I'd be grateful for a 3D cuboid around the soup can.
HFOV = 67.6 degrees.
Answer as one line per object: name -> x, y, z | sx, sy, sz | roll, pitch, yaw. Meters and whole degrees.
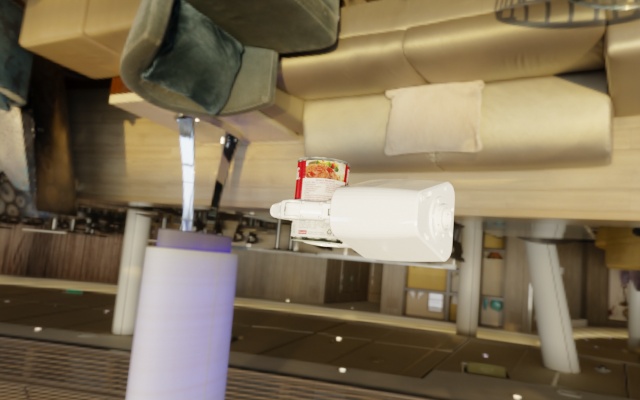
soup can -> 0.000, 0.002, 0.604 | 0.068, 0.102, 0.068 | 5, -6, 1
